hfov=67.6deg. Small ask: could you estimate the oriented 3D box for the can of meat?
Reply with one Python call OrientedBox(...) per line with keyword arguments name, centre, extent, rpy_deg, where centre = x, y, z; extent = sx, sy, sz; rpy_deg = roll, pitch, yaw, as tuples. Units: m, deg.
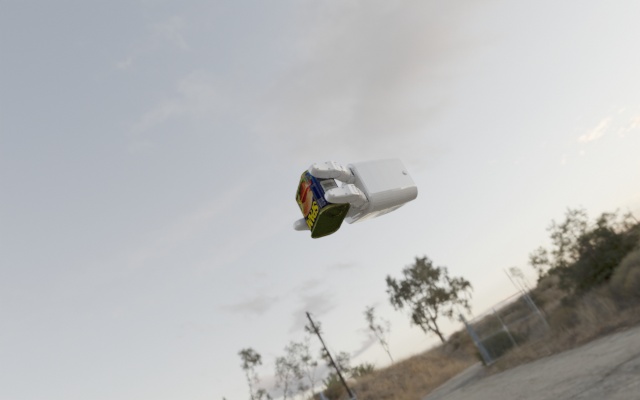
OrientedBox(name="can of meat", centre=(0.000, 0.002, 0.817), extent=(0.057, 0.084, 0.102), rpy_deg=(-14, -29, -23))
